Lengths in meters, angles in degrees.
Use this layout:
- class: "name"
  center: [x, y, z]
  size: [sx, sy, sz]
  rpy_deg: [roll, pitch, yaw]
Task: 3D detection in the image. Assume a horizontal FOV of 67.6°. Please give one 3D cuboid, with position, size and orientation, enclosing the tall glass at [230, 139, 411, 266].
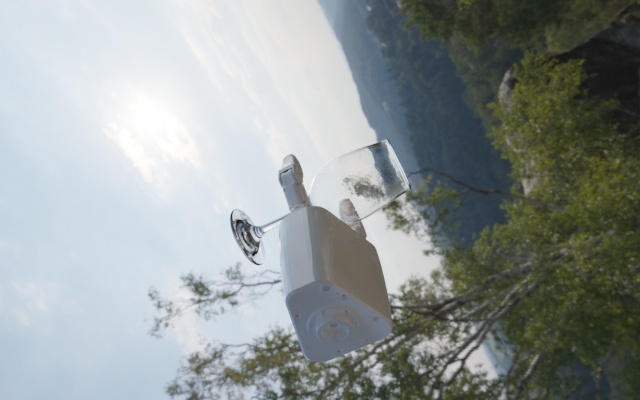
- class: "tall glass"
  center: [-0.001, 0.002, 0.551]
  size: [0.201, 0.079, 0.079]
  rpy_deg: [-26, -6, 12]
